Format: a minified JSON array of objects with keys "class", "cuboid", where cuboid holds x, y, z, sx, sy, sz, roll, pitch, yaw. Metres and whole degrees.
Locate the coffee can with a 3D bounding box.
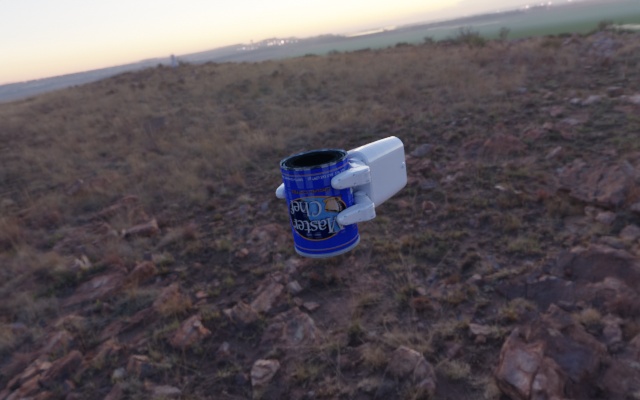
[{"class":"coffee can","cuboid":[0.000,0.003,0.725,0.103,0.140,0.102,-8,19,3]}]
